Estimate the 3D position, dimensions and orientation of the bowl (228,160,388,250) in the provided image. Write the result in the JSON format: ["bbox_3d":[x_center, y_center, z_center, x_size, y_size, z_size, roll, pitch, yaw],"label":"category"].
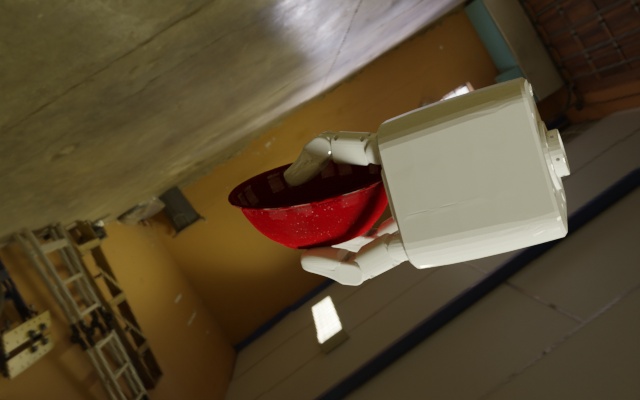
[{"bbox_3d":[-0.001,0.002,0.443,0.162,0.055,0.162,-11,17,4],"label":"bowl"}]
